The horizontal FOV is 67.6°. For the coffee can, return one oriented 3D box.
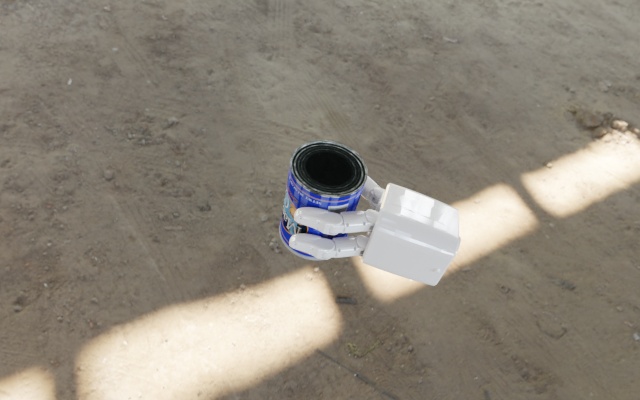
[{"bbox_3d":[0.000,0.002,0.666,0.103,0.102,0.140,0,-41,-12],"label":"coffee can"}]
